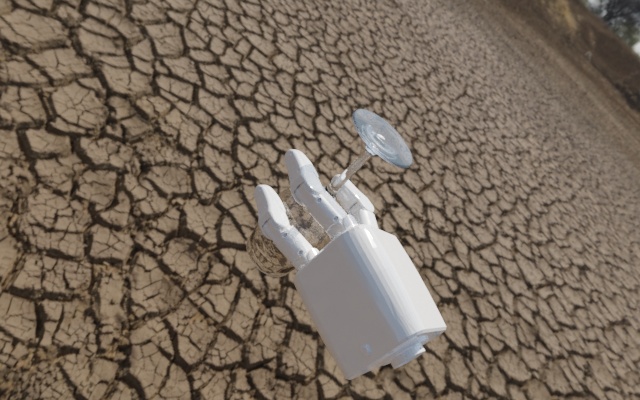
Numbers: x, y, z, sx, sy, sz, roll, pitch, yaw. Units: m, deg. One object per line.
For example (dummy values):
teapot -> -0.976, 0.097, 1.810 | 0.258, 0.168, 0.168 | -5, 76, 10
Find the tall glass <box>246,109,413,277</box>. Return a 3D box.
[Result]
tall glass -> 0.000, 0.001, 0.500 | 0.079, 0.079, 0.201 | 0, -38, -49
